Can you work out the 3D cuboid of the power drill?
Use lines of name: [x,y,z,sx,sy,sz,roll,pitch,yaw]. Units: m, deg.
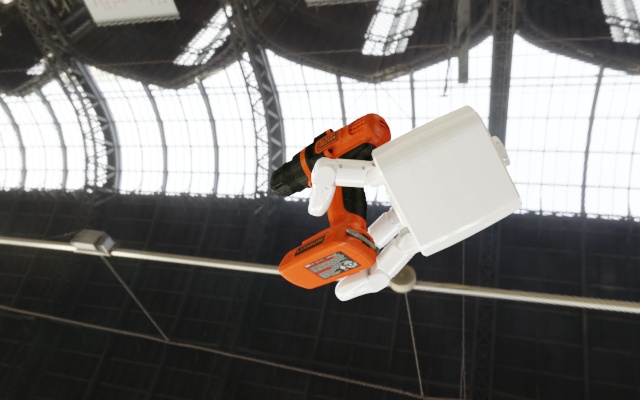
power drill: [0.000,0.002,0.551,0.184,0.187,0.057,-28,-47,36]
